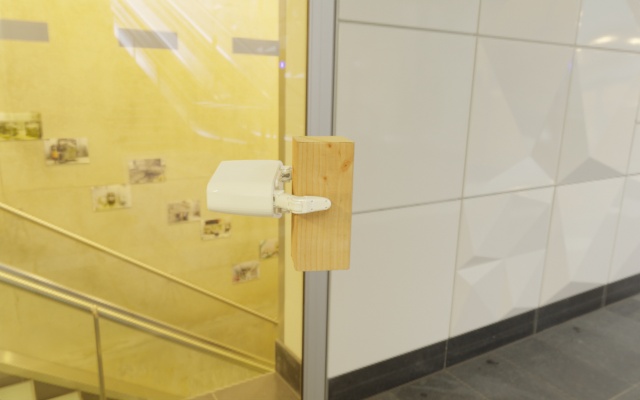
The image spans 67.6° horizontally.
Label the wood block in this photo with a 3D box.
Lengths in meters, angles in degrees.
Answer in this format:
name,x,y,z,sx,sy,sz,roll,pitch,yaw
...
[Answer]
name,x,y,z,sx,sy,sz,roll,pitch,yaw
wood block,0.000,0.002,0.780,0.090,0.206,0.090,-1,14,-9
